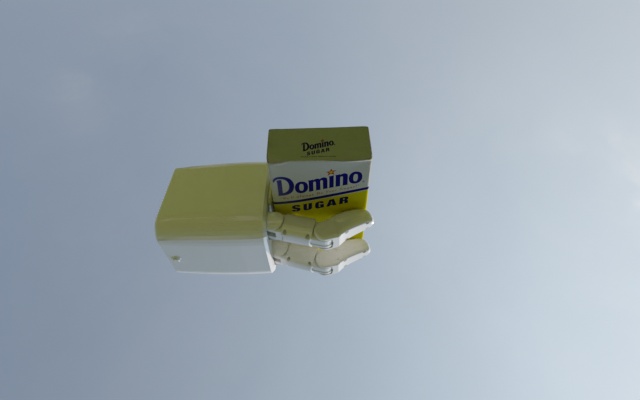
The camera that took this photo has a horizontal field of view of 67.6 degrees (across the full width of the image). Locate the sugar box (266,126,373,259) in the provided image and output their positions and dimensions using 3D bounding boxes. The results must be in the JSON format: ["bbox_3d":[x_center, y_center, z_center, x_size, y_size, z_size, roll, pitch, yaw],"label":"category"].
[{"bbox_3d":[0.000,0.002,0.484,0.093,0.048,0.176,-2,-34,0],"label":"sugar box"}]
